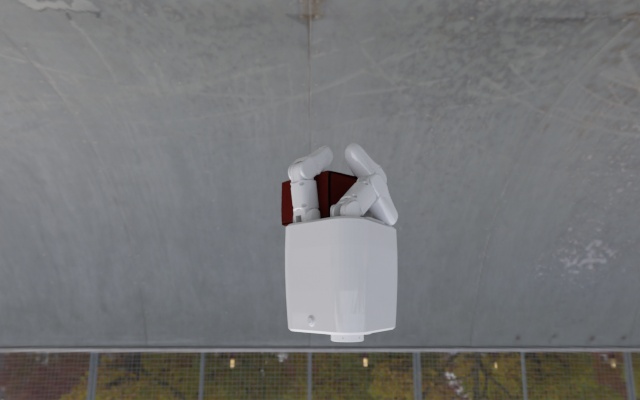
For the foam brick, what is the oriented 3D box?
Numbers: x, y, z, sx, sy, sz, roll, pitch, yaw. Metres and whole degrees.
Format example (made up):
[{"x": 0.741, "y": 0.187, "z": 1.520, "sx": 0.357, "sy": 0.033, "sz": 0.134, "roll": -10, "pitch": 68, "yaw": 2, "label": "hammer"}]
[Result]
[{"x": 0.000, "y": 0.002, "z": 0.528, "sx": 0.053, "sy": 0.051, "sz": 0.078, "roll": 9, "pitch": -14, "yaw": -43, "label": "foam brick"}]
